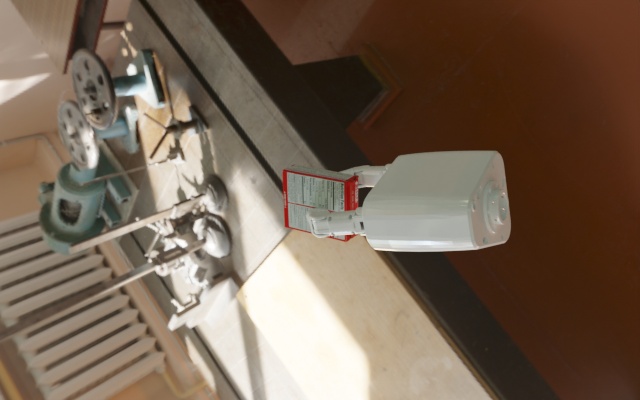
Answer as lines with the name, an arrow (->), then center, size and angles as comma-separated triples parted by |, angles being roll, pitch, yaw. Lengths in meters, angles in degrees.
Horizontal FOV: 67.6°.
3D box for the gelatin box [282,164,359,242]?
gelatin box -> 0.000, 0.002, 0.549 | 0.089, 0.073, 0.030 | 11, 24, 29
